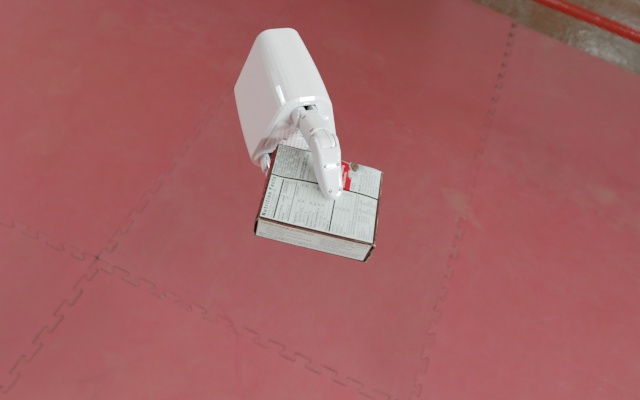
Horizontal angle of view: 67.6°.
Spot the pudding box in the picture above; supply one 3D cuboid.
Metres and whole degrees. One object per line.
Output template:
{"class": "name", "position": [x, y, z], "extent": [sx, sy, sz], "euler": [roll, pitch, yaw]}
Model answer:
{"class": "pudding box", "position": [0.000, 0.001, 0.459], "extent": [0.113, 0.090, 0.039], "euler": [13, -32, -3]}
